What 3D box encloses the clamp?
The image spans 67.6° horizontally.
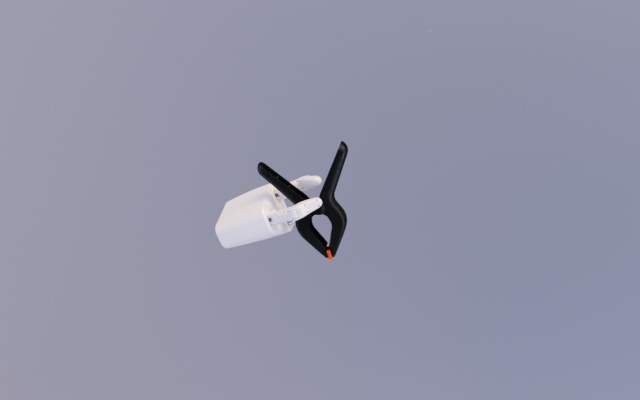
[{"bbox_3d":[0.000,0.004,0.842,0.164,0.210,0.036,-19,14,18],"label":"clamp"}]
